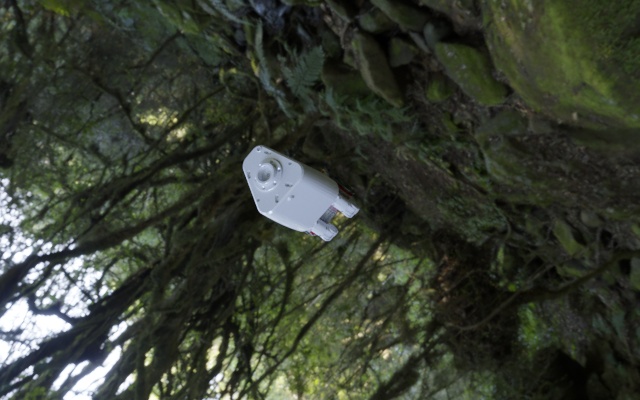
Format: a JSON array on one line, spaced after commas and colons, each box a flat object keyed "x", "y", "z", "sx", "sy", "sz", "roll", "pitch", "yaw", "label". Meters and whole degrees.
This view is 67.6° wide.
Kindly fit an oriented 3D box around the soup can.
[{"x": 0.000, "y": 0.003, "z": 0.817, "sx": 0.068, "sy": 0.102, "sz": 0.068, "roll": 41, "pitch": 9, "yaw": -8, "label": "soup can"}]
